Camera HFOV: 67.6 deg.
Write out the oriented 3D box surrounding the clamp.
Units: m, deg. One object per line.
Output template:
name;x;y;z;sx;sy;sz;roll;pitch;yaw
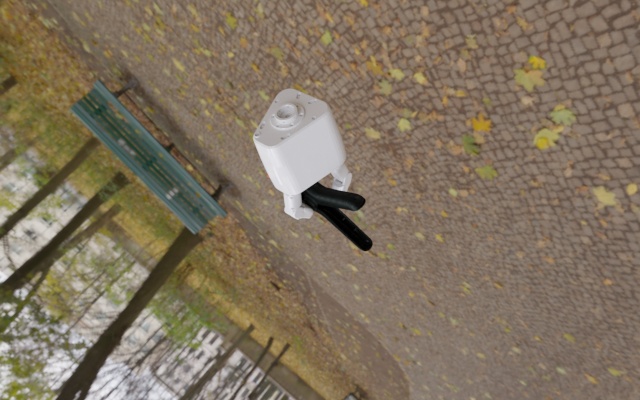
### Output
clamp;-0.001;0.003;0.783;0.210;0.036;0.165;29;-21;31
